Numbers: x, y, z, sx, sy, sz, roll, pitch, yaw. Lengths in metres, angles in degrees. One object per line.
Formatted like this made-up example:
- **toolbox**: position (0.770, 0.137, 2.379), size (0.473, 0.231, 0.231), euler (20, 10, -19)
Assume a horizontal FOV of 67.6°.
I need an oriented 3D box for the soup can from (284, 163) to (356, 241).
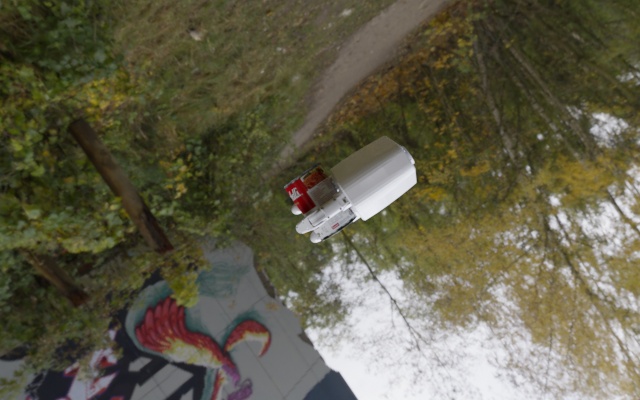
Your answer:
- **soup can**: position (0.000, 0.003, 0.734), size (0.068, 0.102, 0.068), euler (-34, 1, 1)
